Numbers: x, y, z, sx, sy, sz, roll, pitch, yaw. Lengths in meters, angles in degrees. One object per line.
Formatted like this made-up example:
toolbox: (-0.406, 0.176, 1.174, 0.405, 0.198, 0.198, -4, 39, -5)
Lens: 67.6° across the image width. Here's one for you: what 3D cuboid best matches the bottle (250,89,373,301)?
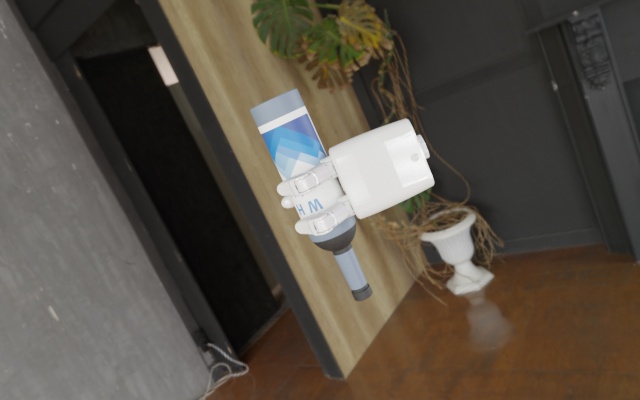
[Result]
bottle: (0.000, 0.002, 0.637, 0.069, 0.296, 0.069, -24, 11, 5)
